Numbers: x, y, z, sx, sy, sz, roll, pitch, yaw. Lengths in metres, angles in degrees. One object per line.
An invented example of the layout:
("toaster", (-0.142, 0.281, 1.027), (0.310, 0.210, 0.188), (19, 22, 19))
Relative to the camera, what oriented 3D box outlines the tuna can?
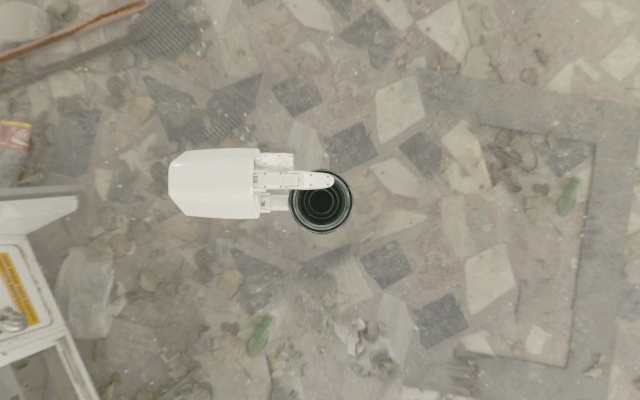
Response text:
("tuna can", (0.000, 0.002, 0.626), (0.086, 0.086, 0.034), (0, -4, -5))
